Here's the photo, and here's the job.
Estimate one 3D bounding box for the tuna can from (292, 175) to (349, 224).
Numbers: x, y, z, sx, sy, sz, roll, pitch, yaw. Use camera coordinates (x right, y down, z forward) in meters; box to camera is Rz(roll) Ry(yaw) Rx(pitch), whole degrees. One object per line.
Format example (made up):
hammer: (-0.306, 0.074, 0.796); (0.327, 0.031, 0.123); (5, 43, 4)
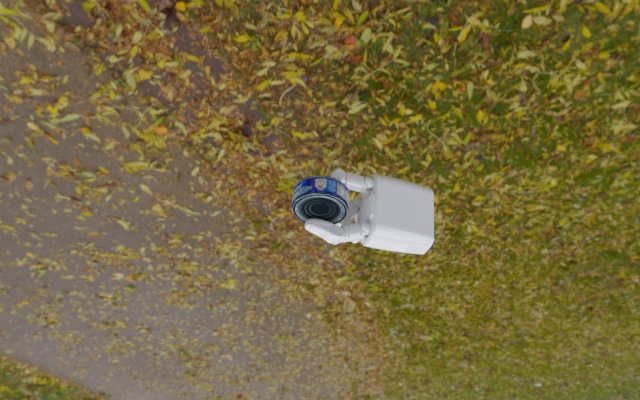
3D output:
tuna can: (0.000, 0.003, 0.712); (0.086, 0.033, 0.086); (2, -37, 2)
